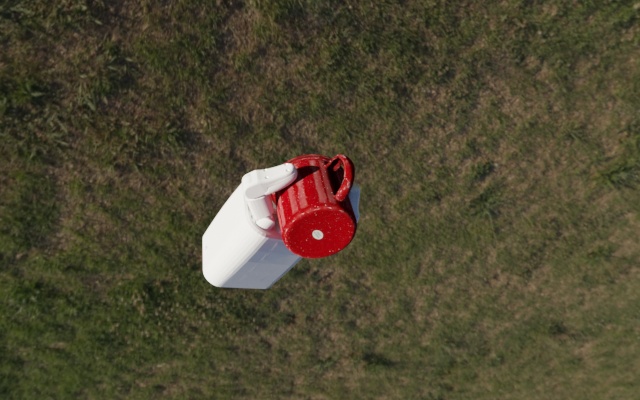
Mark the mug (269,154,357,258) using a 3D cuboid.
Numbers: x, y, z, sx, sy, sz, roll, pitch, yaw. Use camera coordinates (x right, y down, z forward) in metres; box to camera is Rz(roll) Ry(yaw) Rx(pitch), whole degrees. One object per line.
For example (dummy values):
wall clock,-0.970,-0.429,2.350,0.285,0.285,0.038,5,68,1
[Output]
mug,0.001,0.001,0.525,0.093,0.117,0.081,23,32,-31
